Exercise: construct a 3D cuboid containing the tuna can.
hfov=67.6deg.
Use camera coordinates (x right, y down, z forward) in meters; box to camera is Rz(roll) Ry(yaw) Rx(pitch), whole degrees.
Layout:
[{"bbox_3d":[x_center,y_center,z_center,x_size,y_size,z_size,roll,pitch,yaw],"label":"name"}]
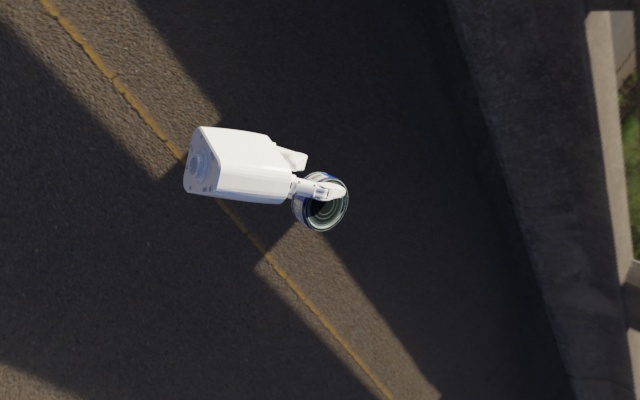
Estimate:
[{"bbox_3d":[0.001,0.003,0.718,0.086,0.086,0.033,0,18,-40],"label":"tuna can"}]
